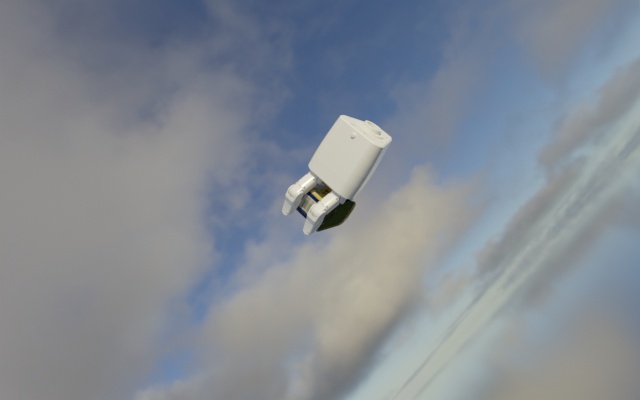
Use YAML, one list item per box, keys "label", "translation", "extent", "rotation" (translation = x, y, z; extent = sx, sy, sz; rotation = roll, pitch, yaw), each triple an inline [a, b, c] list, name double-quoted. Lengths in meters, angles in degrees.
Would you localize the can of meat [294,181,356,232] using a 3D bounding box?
- label: "can of meat"
  translation: [0.000, 0.003, 0.858]
  extent: [0.084, 0.057, 0.102]
  rotation: [42, 28, 22]
